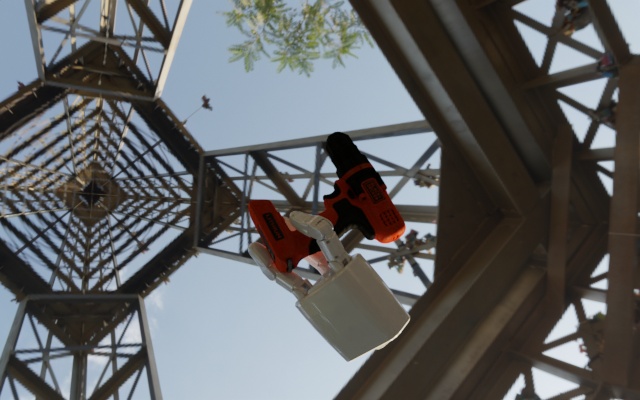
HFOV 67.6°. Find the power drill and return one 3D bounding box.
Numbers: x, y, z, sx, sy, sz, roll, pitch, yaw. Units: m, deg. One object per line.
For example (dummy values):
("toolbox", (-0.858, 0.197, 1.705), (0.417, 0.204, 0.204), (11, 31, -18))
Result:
("power drill", (0.000, 0.003, 0.659), (0.187, 0.184, 0.057), (-24, -24, -14))
